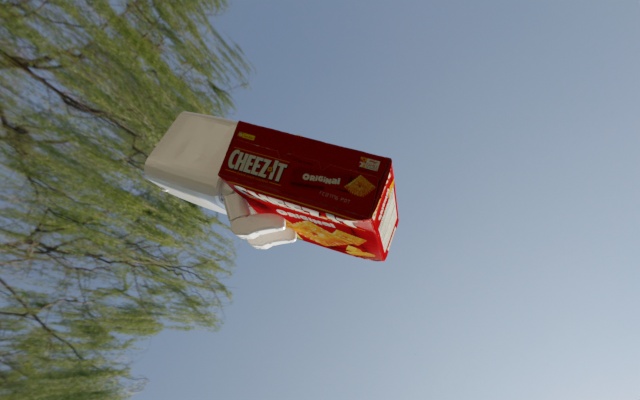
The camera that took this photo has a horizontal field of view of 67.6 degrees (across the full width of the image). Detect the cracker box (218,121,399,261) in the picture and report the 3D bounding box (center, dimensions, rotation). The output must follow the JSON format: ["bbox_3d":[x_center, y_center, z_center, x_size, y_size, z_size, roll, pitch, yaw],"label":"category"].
[{"bbox_3d":[0.000,0.002,0.552,0.164,0.072,0.214,15,-14,15],"label":"cracker box"}]
